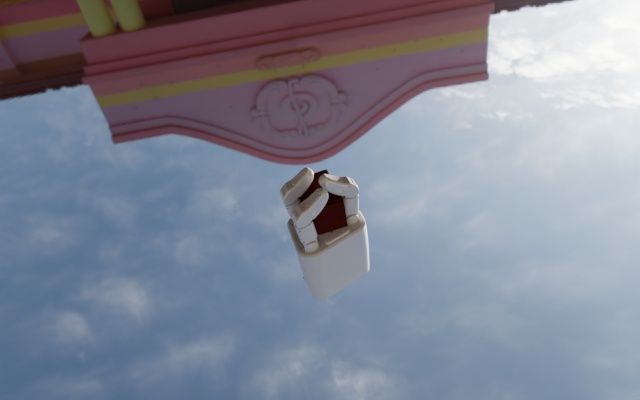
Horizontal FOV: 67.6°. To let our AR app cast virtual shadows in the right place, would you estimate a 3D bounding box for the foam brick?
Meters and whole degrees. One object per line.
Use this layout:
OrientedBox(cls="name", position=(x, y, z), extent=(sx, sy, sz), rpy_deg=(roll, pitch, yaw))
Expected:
OrientedBox(cls="foam brick", position=(0.000, 0.002, 0.693), extent=(0.053, 0.051, 0.078), rpy_deg=(-18, 40, -7))
